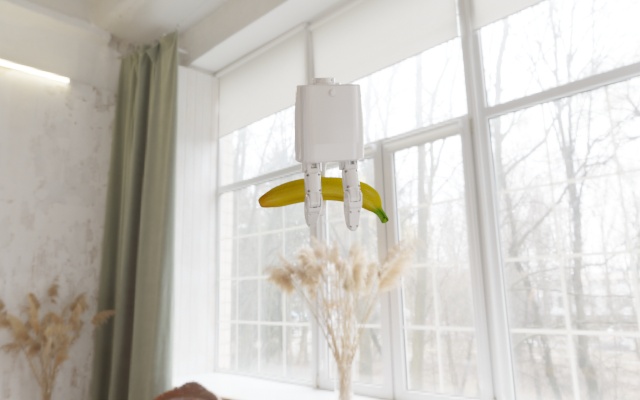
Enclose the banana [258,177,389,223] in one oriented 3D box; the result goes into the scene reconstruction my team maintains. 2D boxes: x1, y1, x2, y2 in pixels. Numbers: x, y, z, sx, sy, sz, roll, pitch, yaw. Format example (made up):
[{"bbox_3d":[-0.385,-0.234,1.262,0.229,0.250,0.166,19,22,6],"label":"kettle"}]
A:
[{"bbox_3d":[0.007,-0.009,0.727,0.198,0.037,0.069,6,39,8],"label":"banana"}]
